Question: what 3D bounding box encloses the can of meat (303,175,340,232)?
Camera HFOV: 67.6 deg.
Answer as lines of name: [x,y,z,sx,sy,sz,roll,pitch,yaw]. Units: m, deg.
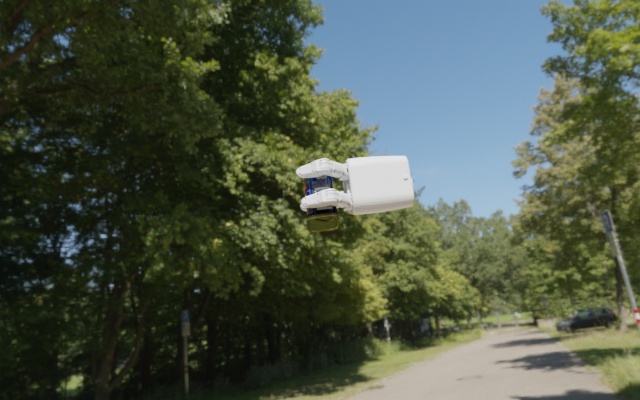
can of meat: [0.000,0.002,0.843,0.057,0.084,0.102,-6,-17,-1]
